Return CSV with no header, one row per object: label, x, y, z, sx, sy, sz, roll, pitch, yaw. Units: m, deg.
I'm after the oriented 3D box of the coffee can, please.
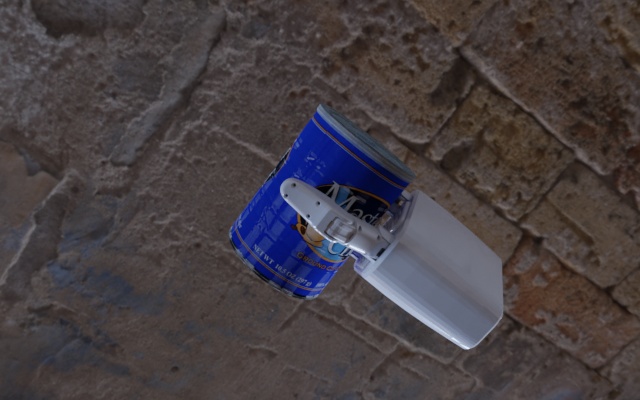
coffee can,0.000,0.001,0.424,0.103,0.140,0.102,35,14,-10
